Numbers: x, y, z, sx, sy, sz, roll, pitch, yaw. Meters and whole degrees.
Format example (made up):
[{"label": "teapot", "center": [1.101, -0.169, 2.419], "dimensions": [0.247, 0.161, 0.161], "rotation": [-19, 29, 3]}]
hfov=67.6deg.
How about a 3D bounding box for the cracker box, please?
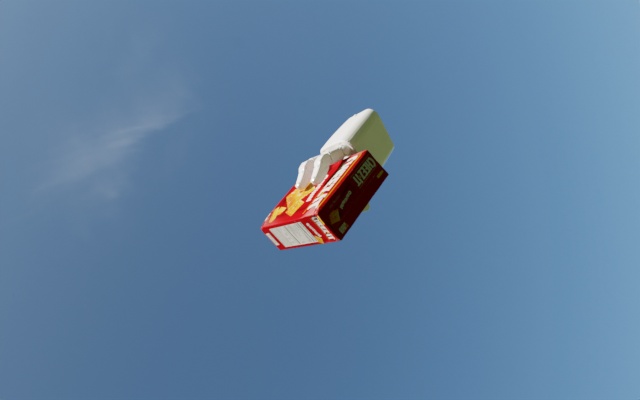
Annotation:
[{"label": "cracker box", "center": [0.000, 0.003, 0.881], "dimensions": [0.164, 0.072, 0.214], "rotation": [-52, 19, -29]}]
